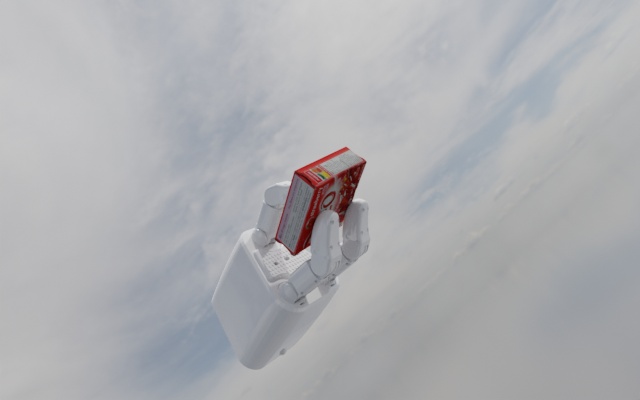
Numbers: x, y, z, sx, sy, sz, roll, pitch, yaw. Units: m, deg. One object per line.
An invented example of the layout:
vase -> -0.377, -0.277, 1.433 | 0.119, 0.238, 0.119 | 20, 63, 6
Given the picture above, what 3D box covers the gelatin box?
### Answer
gelatin box -> 0.000, 0.001, 0.446 | 0.030, 0.089, 0.073 | 38, 43, 23
